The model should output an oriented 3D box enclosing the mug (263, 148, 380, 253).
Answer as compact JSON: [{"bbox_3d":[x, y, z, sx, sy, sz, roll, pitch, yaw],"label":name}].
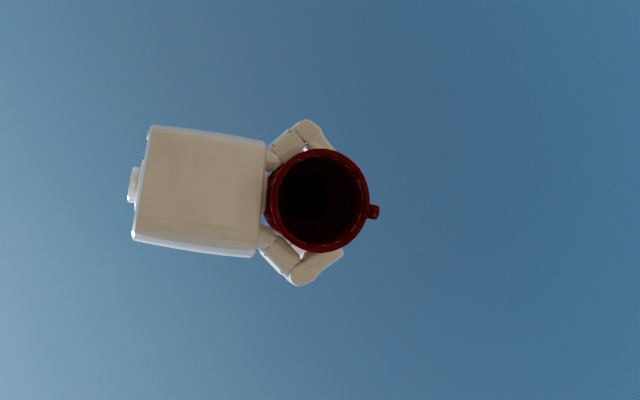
[{"bbox_3d":[0.001,0.002,0.464,0.117,0.093,0.081,8,-2,-18],"label":"mug"}]
